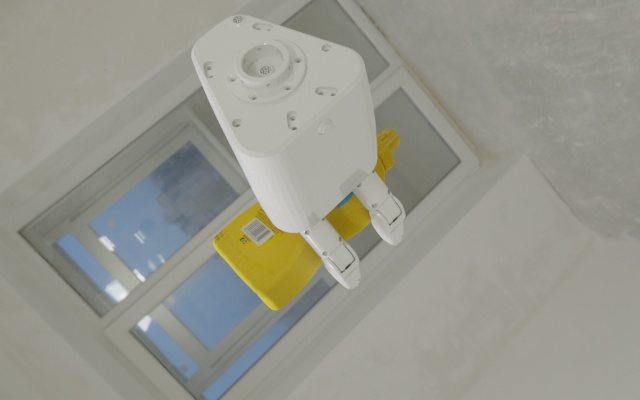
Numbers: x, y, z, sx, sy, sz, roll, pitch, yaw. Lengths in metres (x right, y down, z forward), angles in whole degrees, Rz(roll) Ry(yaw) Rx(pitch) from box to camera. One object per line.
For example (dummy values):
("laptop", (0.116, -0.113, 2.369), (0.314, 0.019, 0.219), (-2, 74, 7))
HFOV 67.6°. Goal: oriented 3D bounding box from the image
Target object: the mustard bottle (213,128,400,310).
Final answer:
("mustard bottle", (0.000, 0.002, 0.429), (0.096, 0.191, 0.058), (34, -17, 47))
